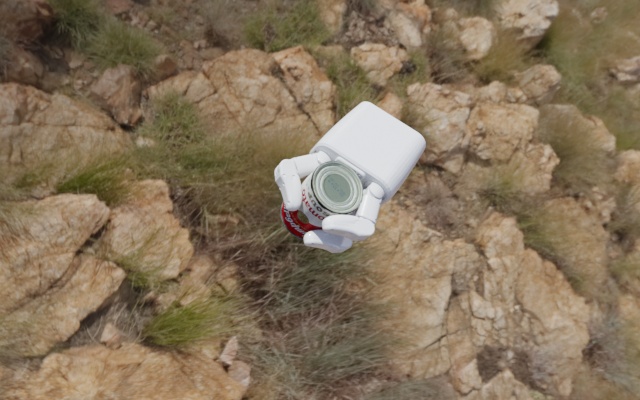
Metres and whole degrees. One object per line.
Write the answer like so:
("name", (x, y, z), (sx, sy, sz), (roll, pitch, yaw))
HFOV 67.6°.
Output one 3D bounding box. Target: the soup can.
("soup can", (0.000, 0.002, 0.585), (0.068, 0.068, 0.102), (0, -20, -26))
